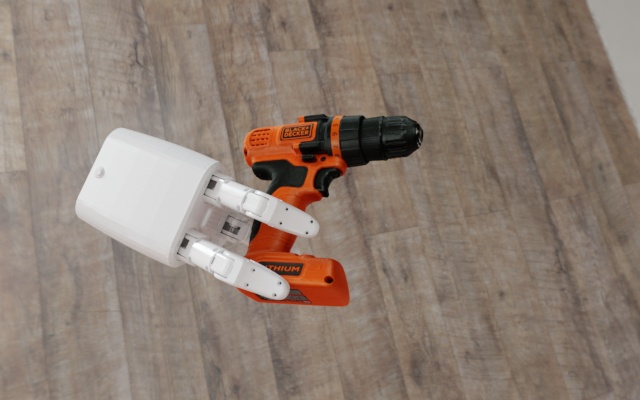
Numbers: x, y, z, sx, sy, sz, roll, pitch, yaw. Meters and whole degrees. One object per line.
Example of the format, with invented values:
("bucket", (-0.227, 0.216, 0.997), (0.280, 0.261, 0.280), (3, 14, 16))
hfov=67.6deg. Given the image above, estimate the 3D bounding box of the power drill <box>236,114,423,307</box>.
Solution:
("power drill", (0.000, 0.002, 0.446), (0.184, 0.187, 0.057), (-4, -33, 22))
